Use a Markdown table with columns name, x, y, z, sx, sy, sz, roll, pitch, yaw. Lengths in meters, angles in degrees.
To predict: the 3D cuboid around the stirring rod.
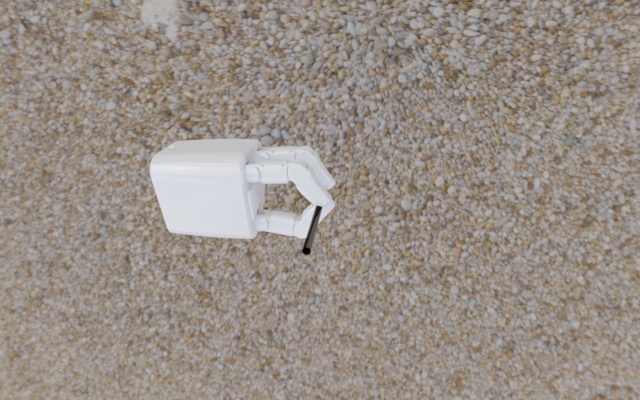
| name | x | y | z | sx | sy | sz | roll | pitch | yaw |
| --- | --- | --- | --- | --- | --- | --- | --- | --- | --- |
| stirring rod | 0.000 | 0.002 | 0.540 | 0.011 | 0.011 | 0.239 | 0 | 21 | 7 |
